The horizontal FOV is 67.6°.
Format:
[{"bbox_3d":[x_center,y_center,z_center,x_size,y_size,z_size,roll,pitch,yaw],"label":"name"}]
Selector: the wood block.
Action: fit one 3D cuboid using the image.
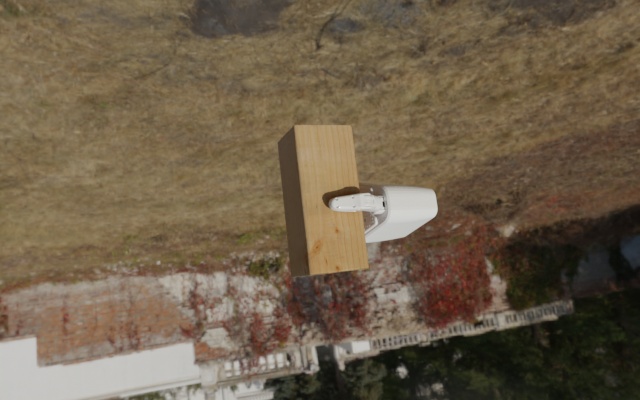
[{"bbox_3d":[0.001,0.002,0.693,0.090,0.206,0.091,-3,-9,-22],"label":"wood block"}]
